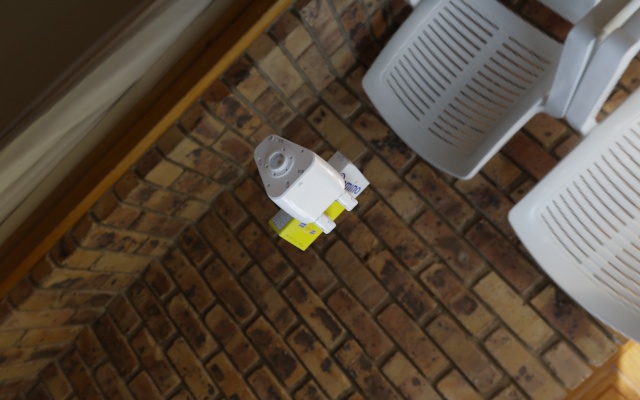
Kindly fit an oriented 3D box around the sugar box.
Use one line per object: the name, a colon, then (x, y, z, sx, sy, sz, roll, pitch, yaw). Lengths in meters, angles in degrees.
sugar box: (0.000, 0.003, 0.853, 0.048, 0.176, 0.093, 49, 6, 35)
